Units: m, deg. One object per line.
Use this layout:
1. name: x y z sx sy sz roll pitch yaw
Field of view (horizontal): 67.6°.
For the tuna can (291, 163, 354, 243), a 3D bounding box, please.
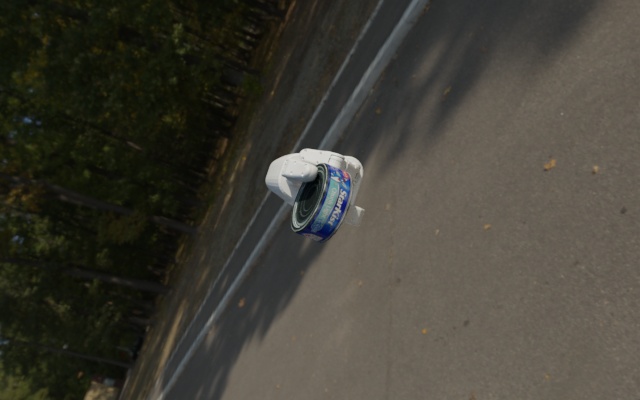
1. tuna can: 0.000 0.002 0.536 0.034 0.086 0.086 23 -8 -20
